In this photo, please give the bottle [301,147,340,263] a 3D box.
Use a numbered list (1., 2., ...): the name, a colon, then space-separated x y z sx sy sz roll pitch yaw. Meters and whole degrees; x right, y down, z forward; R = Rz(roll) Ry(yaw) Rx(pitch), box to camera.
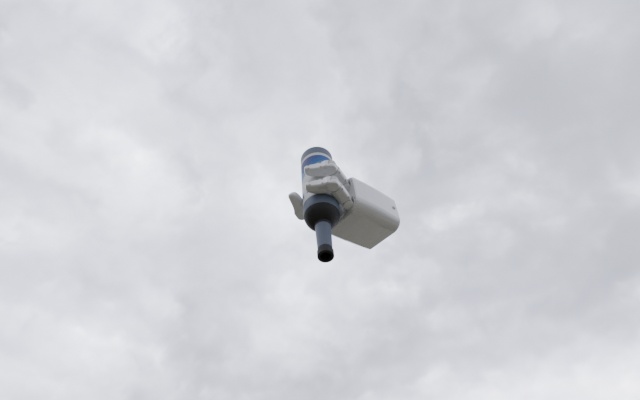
1. bottle: 0.000 0.003 0.884 0.069 0.069 0.295 0 37 -4
